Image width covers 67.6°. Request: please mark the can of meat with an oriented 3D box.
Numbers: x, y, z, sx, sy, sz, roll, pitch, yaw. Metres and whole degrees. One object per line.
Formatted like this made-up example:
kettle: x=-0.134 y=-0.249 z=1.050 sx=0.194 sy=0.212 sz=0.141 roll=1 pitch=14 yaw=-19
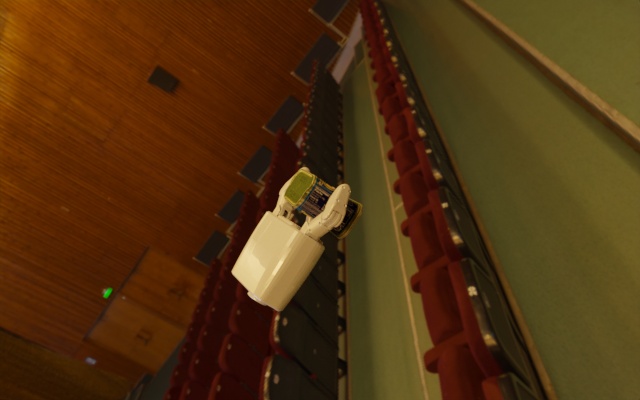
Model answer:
can of meat: x=0.000 y=0.002 z=0.680 sx=0.084 sy=0.057 sz=0.102 roll=34 pitch=0 yaw=-19
